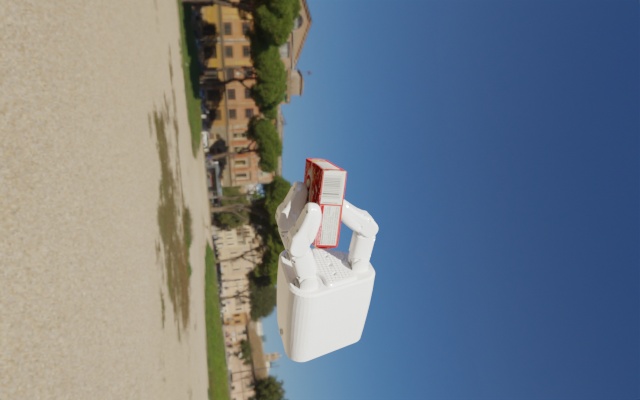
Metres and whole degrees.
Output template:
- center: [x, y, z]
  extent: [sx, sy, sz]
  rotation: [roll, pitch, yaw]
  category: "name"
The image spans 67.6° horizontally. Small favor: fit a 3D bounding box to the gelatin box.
- center: [0.001, 0.001, 0.541]
  extent: [0.030, 0.089, 0.073]
  rotation: [3, 14, -17]
  category: "gelatin box"
